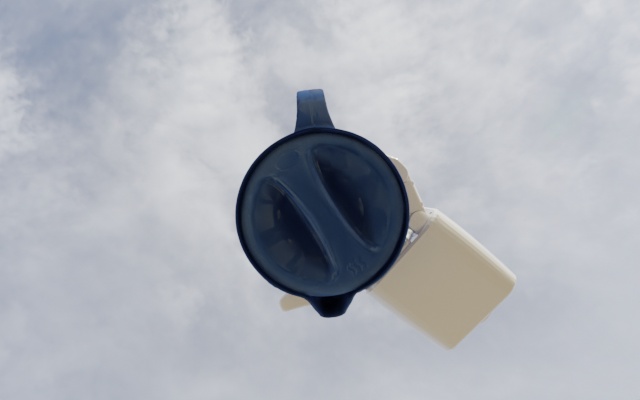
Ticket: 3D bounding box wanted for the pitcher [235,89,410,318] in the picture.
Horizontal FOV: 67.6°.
[{"bbox_3d":[0.000,0.002,0.477,0.145,0.149,0.243,38,-1,0],"label":"pitcher"}]
